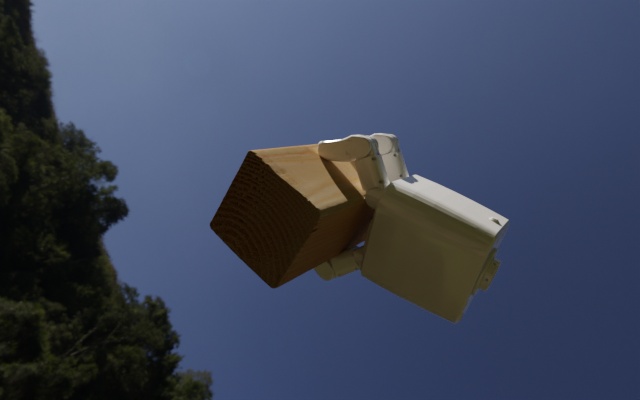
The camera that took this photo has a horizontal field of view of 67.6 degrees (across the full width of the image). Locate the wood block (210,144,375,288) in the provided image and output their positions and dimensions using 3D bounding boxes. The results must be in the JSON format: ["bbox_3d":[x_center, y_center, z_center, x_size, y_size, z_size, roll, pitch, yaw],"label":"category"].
[{"bbox_3d":[0.000,0.002,0.494,0.090,0.091,0.206,41,26,18],"label":"wood block"}]
